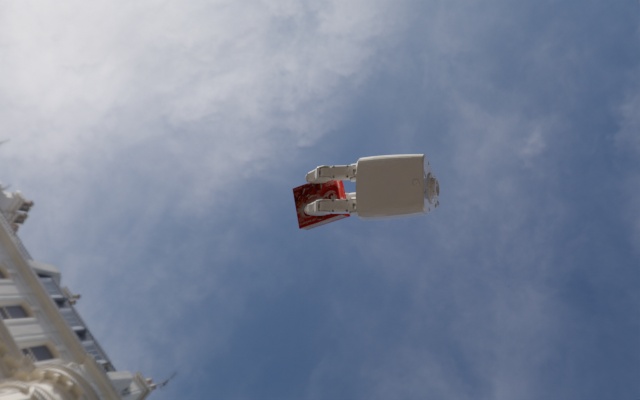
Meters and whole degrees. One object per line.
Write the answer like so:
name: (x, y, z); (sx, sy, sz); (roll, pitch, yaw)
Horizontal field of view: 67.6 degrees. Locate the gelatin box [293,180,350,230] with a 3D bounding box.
gelatin box: (0.000, 0.003, 0.806); (0.089, 0.073, 0.030); (-19, -18, 27)
